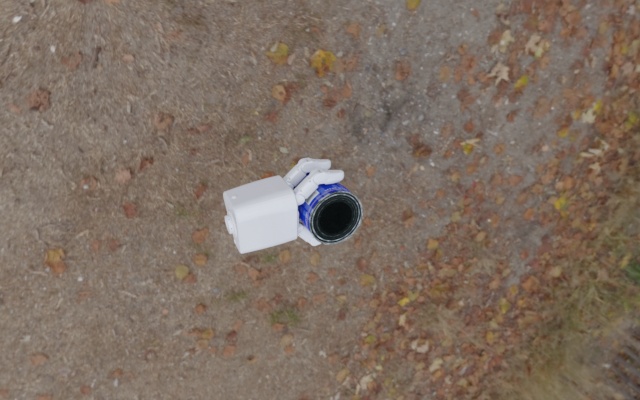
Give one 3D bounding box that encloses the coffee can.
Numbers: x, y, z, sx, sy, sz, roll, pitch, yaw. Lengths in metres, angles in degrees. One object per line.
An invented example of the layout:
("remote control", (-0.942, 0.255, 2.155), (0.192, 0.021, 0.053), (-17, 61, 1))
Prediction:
("coffee can", (0.000, 0.003, 0.873), (0.103, 0.103, 0.140), (0, 24, -26))
